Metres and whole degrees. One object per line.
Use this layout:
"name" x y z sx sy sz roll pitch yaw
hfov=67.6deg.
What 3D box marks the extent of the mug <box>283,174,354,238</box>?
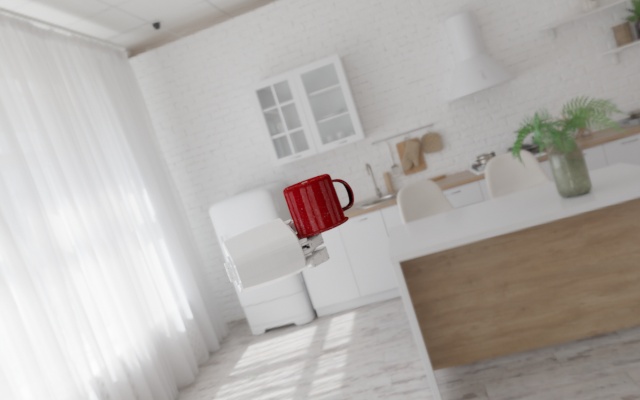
"mug" 0.001 0.002 0.775 0.117 0.081 0.093 -21 6 -15
